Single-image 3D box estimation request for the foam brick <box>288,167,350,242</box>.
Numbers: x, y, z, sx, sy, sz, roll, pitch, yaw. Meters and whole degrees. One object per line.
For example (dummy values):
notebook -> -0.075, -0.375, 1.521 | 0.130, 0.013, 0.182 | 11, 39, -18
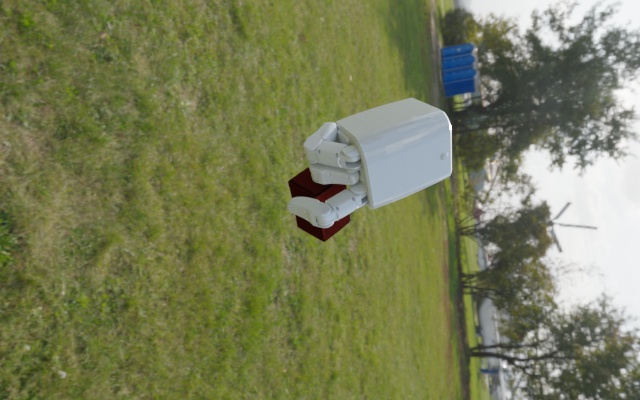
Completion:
foam brick -> 0.000, 0.002, 0.602 | 0.053, 0.078, 0.051 | 29, 52, 36
